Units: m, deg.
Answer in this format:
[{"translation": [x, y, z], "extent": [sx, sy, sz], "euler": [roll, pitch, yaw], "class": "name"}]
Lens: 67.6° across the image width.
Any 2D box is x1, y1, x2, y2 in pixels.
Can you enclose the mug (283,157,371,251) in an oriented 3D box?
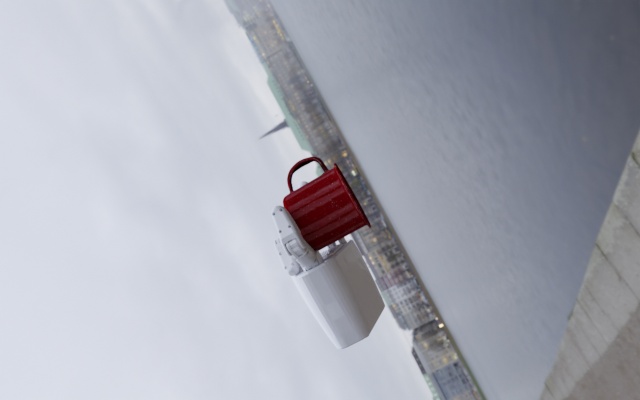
[{"translation": [-0.001, 0.001, 0.600], "extent": [0.081, 0.117, 0.093], "euler": [-29, 0, 6], "class": "mug"}]
